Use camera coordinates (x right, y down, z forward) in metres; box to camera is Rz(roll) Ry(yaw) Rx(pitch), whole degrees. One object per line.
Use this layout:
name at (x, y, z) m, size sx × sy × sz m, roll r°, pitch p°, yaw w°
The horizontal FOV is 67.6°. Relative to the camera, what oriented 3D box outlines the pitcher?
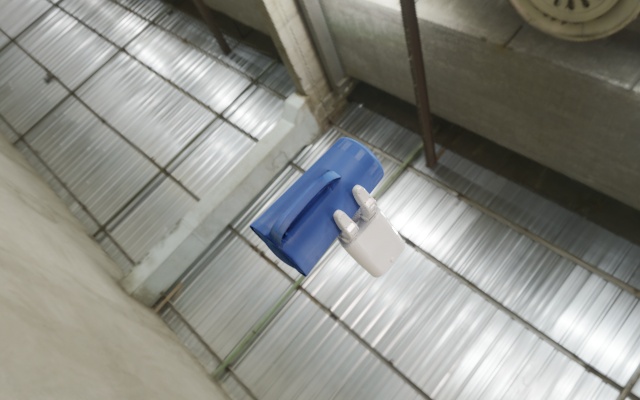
pitcher at (0.000, 0.003, 0.842) m, size 0.145 × 0.243 × 0.149 m, roll 48°, pitch -13°, yaw -29°
